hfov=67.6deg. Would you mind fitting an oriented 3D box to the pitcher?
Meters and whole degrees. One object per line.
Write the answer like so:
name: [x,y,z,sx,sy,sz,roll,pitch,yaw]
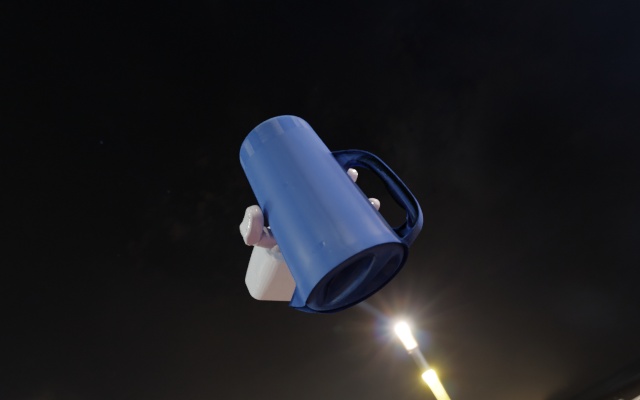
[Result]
pitcher: [0.000,0.002,0.594,0.149,0.242,0.145,-9,-38,-32]
